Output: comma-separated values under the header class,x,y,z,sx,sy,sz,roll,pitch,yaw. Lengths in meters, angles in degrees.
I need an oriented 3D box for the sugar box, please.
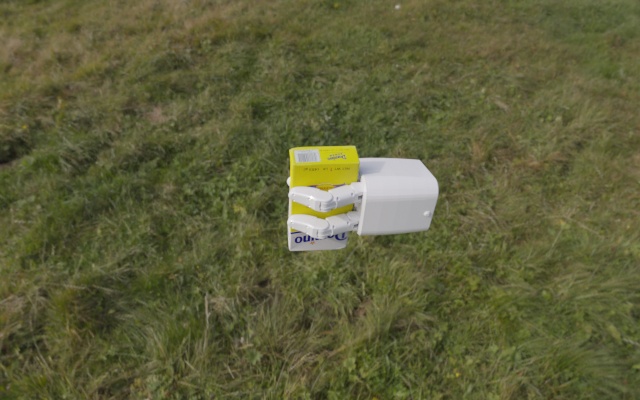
class,x,y,z,sx,sy,sz,roll,pitch,yaw
sugar box,0.000,0.003,0.700,0.093,0.176,0.048,-2,42,-7
